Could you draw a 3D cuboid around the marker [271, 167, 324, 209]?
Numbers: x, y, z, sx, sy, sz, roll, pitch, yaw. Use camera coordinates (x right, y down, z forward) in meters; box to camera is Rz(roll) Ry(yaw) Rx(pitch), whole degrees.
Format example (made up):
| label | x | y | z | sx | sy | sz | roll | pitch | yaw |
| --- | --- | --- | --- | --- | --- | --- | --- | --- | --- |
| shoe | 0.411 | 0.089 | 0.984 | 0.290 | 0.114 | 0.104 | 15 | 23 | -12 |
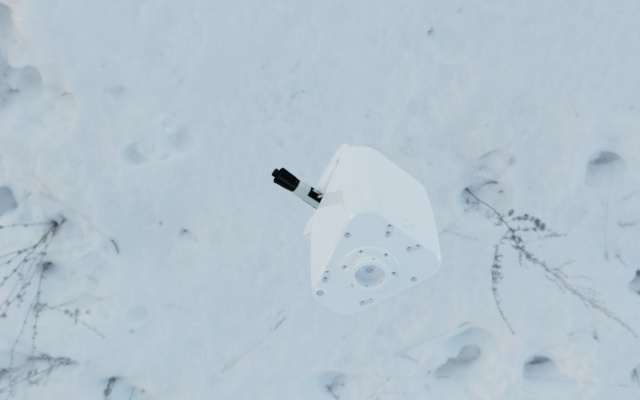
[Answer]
| label | x | y | z | sx | sy | sz | roll | pitch | yaw |
| --- | --- | --- | --- | --- | --- | --- | --- | --- | --- |
| marker | 0.000 | 0.002 | 0.510 | 0.121 | 0.020 | 0.020 | 33 | -11 | -17 |
